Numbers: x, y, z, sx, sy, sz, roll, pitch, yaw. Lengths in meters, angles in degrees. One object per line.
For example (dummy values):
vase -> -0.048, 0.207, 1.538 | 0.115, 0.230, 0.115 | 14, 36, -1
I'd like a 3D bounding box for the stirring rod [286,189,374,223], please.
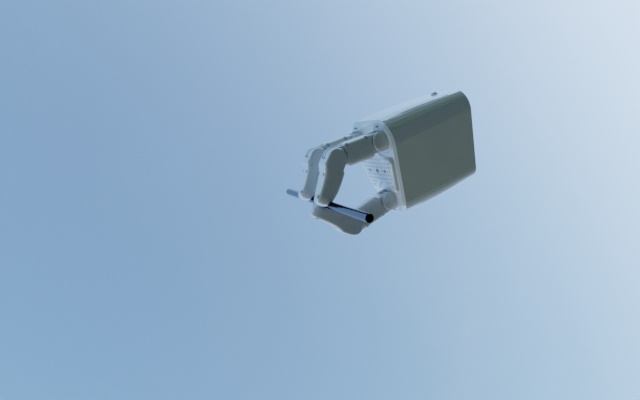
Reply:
stirring rod -> 0.000, 0.002, 0.510 | 0.011, 0.011, 0.239 | 0, 6, -20
